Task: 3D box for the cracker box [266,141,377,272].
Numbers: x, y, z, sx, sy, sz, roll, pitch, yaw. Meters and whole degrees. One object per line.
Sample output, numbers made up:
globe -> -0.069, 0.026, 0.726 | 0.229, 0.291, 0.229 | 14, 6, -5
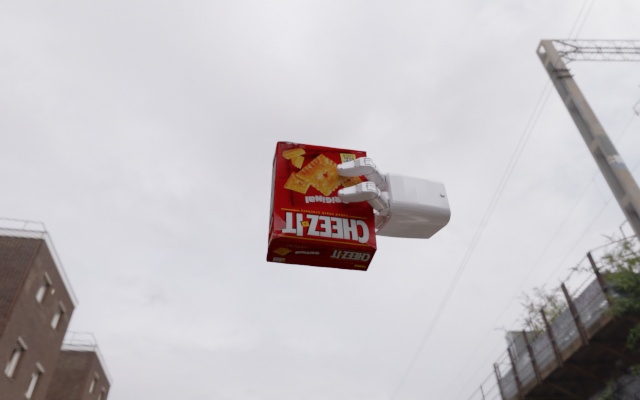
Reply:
cracker box -> 0.000, 0.003, 0.790 | 0.164, 0.213, 0.072 | 6, -41, -9
